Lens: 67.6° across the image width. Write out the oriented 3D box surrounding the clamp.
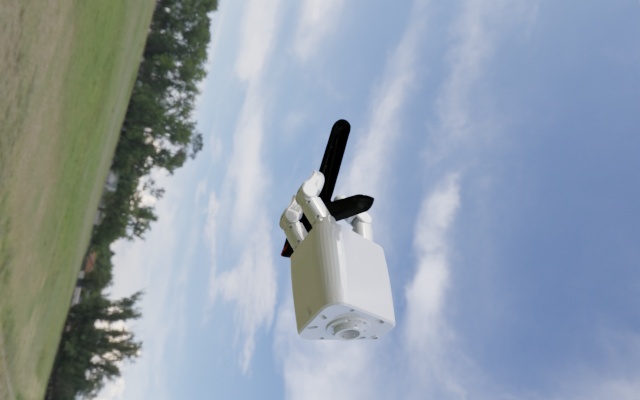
[{"bbox_3d":[0.001,0.003,0.652,0.036,0.164,0.210,16,-45,-23],"label":"clamp"}]
